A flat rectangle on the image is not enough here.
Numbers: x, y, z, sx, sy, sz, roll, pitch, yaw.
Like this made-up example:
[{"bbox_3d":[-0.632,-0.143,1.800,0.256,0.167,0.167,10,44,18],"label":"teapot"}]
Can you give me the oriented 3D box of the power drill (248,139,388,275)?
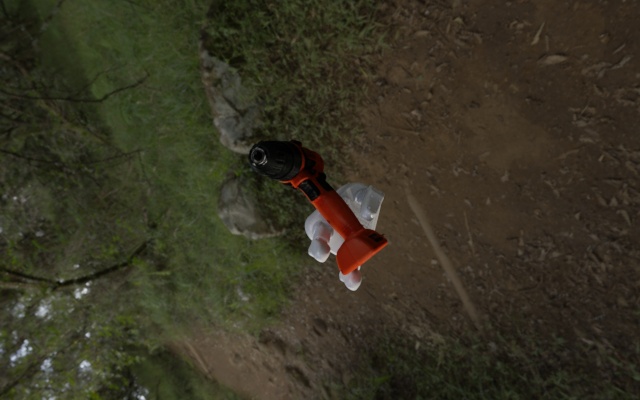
[{"bbox_3d":[0.000,0.002,0.606,0.057,0.187,0.184,-40,-11,16],"label":"power drill"}]
